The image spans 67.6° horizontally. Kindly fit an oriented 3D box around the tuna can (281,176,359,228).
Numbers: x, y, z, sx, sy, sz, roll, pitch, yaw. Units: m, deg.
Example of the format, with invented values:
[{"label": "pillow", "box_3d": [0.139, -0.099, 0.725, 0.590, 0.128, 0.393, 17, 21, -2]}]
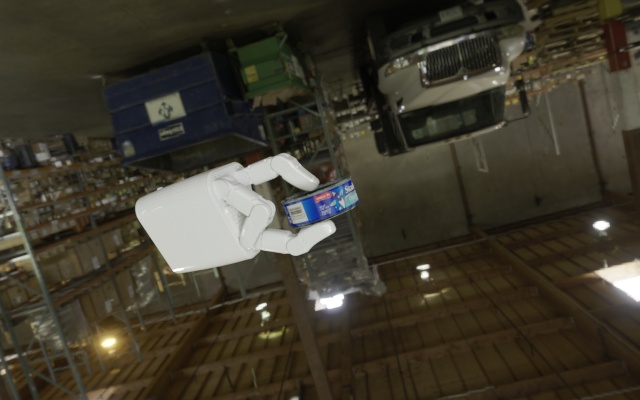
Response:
[{"label": "tuna can", "box_3d": [0.000, 0.002, 0.552, 0.086, 0.034, 0.086, -20, 5, 2]}]
